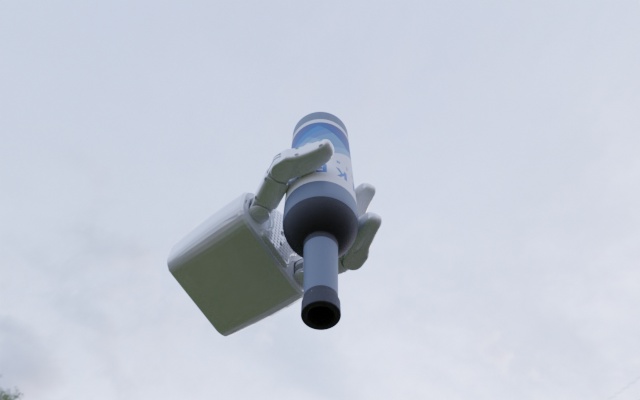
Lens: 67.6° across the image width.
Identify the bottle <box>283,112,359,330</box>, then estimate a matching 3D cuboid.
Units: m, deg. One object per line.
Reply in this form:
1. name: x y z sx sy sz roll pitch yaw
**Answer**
1. bottle: 0.000 0.001 0.447 0.069 0.069 0.295 0 31 0
